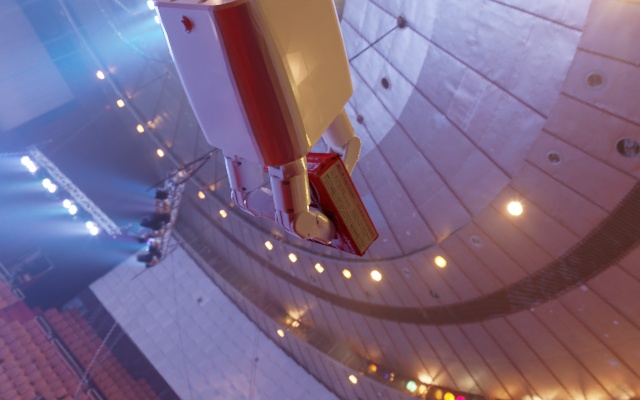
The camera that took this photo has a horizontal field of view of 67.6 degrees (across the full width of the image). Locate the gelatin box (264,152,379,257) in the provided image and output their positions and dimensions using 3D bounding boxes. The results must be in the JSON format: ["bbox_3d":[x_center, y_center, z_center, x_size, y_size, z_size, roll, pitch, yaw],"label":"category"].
[{"bbox_3d":[0.001,0.001,0.405,0.073,0.089,0.030,11,48,49],"label":"gelatin box"}]
